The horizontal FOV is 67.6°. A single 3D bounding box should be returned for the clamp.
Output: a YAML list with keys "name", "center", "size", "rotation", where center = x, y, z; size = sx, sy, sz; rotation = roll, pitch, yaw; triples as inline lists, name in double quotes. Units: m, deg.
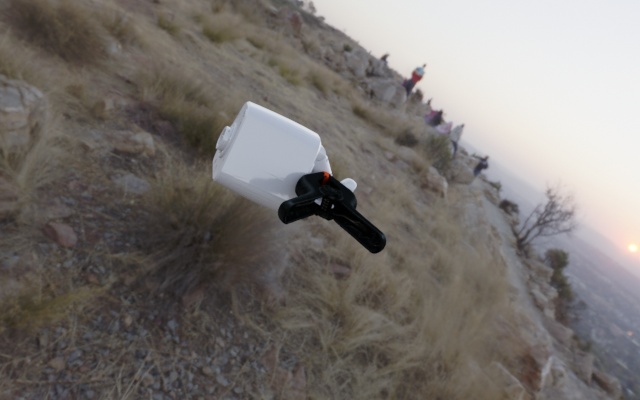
- name: "clamp"
  center: [0.000, 0.001, 0.561]
  size: [0.120, 0.039, 0.171]
  rotation: [22, 15, -21]
